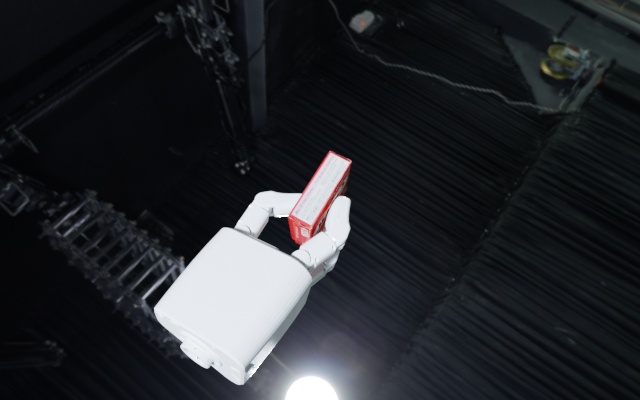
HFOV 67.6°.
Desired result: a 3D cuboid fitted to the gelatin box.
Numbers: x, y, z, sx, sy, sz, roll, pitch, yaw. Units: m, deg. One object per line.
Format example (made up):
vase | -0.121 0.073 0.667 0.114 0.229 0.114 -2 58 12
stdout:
gelatin box | 0.000 0.001 0.518 0.030 0.089 0.073 27 -20 10
